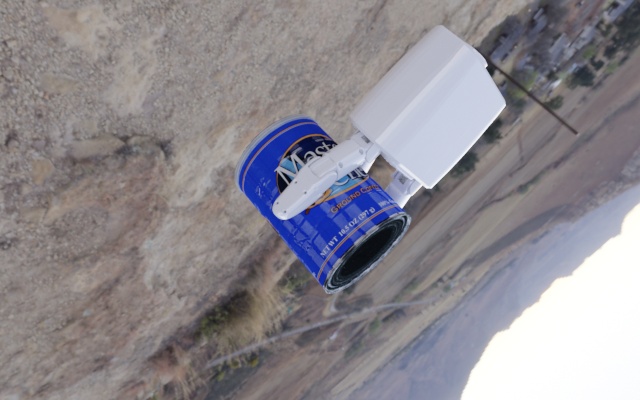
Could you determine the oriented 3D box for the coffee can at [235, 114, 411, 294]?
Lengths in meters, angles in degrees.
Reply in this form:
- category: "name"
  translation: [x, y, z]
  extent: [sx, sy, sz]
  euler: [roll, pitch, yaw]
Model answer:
- category: "coffee can"
  translation: [0.000, 0.002, 0.453]
  extent: [0.140, 0.103, 0.103]
  euler: [48, 22, 22]
